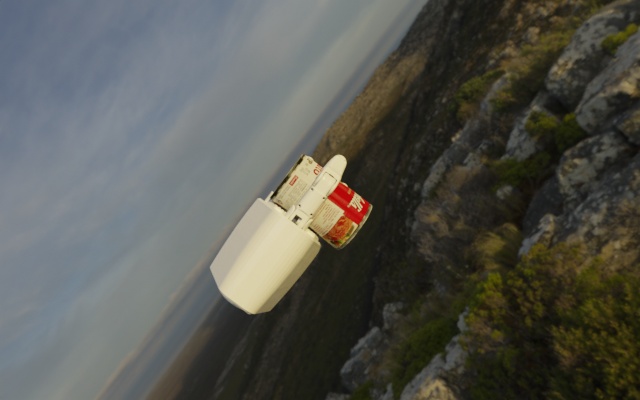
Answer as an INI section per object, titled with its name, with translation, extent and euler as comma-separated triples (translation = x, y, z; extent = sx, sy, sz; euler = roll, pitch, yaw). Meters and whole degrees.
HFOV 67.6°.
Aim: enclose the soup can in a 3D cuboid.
[soup can]
translation = 0.000, 0.001, 0.563
extent = 0.102, 0.068, 0.068
euler = 37, -4, -5
